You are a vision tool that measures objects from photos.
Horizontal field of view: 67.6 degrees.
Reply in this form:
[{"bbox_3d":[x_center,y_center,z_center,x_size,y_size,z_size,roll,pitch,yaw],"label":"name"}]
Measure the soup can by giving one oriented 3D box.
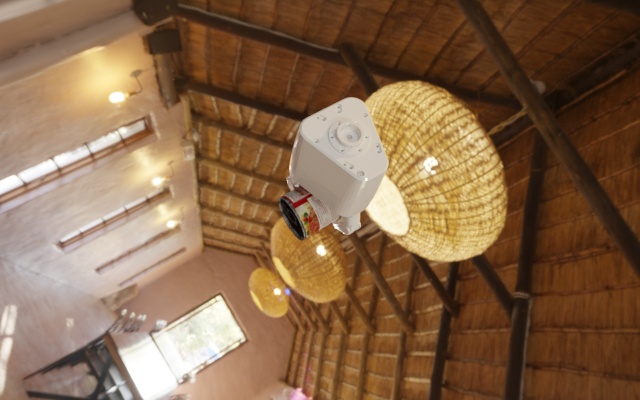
[{"bbox_3d":[0.000,0.002,0.674,0.102,0.068,0.068,-30,11,-19],"label":"soup can"}]
